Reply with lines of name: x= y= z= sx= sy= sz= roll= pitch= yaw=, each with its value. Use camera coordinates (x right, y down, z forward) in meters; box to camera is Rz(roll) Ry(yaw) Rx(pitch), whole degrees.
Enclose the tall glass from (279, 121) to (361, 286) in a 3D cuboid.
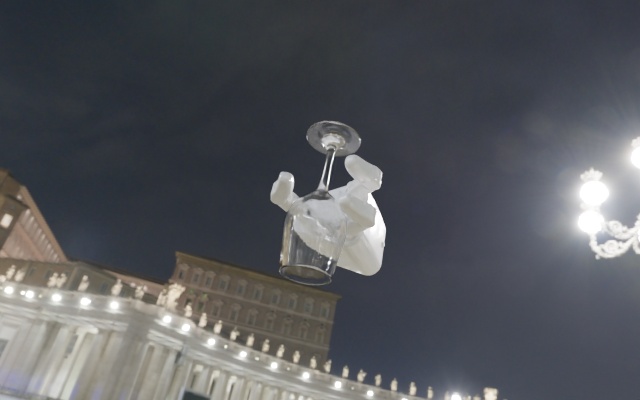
tall glass: x=0.000 y=0.001 z=0.598 sx=0.079 sy=0.201 sz=0.079 roll=9 pitch=-29 yaw=5
